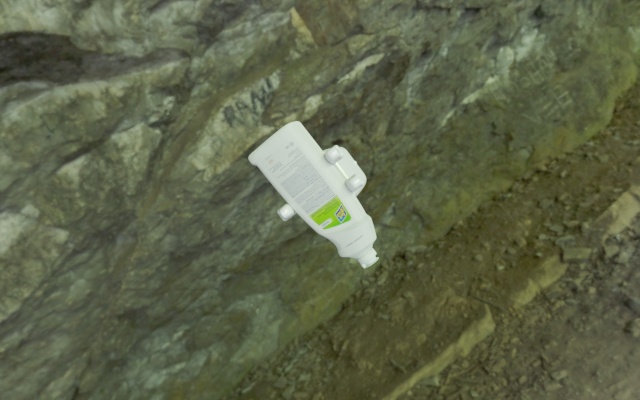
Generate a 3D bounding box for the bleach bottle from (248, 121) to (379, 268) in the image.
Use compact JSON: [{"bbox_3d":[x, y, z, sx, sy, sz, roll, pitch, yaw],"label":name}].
[{"bbox_3d":[0.000,0.002,0.756,0.102,0.251,0.068,-36,0,23],"label":"bleach bottle"}]
